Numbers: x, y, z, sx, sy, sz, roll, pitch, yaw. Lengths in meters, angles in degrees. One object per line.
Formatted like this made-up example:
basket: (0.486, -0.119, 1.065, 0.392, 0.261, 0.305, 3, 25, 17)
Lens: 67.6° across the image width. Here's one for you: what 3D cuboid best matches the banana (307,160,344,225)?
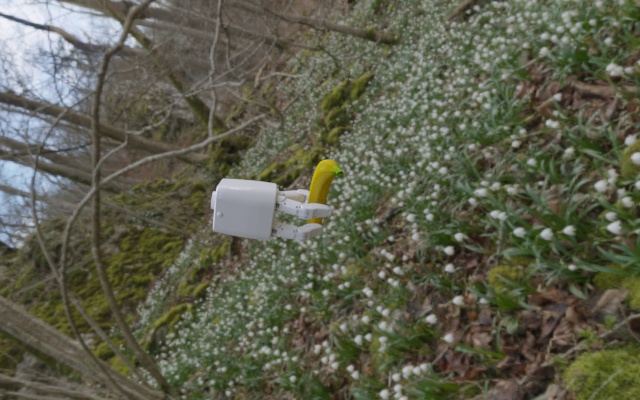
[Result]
banana: (0.000, -0.014, 0.882, 0.037, 0.069, 0.198, 6, -37, -10)
